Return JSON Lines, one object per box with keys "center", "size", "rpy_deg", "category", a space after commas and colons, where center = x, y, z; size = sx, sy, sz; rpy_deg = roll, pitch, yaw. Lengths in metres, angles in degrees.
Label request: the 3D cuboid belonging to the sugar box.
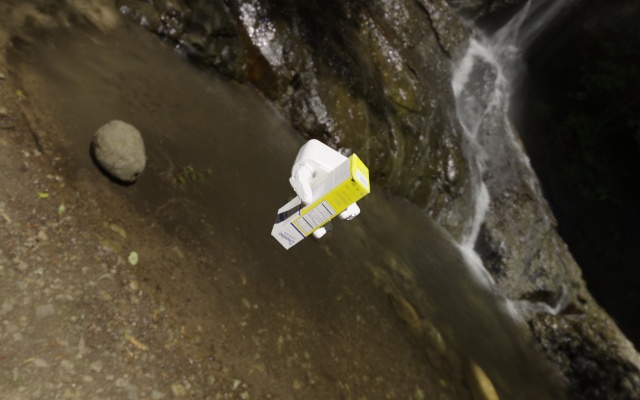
{"center": [0.001, 0.003, 0.804], "size": [0.176, 0.048, 0.093], "rpy_deg": [-38, 18, 21], "category": "sugar box"}
